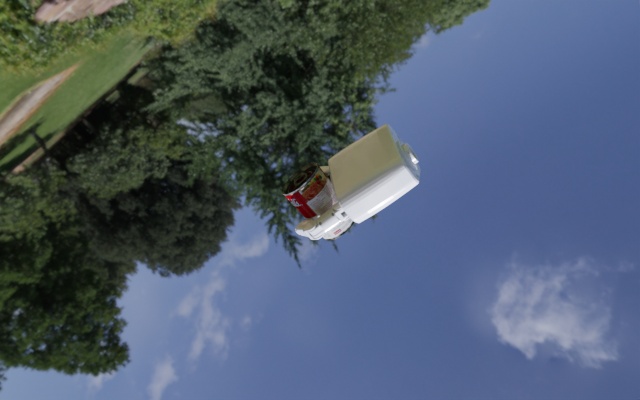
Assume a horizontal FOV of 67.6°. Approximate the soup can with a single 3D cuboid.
[{"bbox_3d":[0.000,0.003,0.720,0.102,0.068,0.068,49,-23,-22],"label":"soup can"}]
